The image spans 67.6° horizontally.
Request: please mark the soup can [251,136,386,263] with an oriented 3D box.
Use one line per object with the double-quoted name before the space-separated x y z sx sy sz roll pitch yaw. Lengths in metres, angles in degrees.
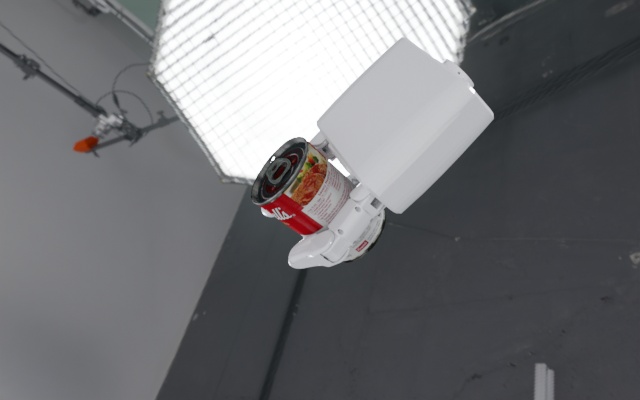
"soup can" 0.000 0.002 0.417 0.102 0.068 0.068 38 -20 -28
